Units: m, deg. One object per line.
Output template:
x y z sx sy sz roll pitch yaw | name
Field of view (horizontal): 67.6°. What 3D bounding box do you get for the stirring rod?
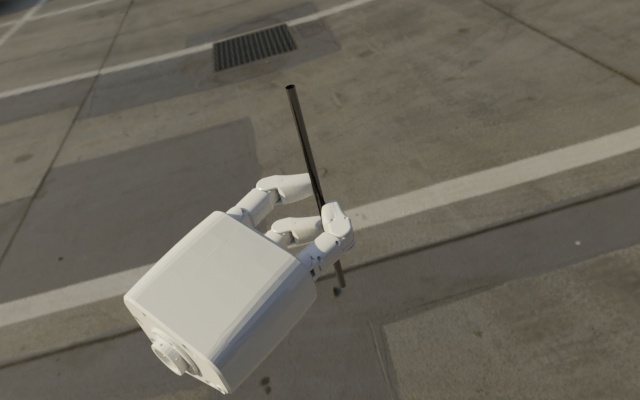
0.000 0.002 0.454 0.011 0.240 0.011 -9 38 7 | stirring rod
